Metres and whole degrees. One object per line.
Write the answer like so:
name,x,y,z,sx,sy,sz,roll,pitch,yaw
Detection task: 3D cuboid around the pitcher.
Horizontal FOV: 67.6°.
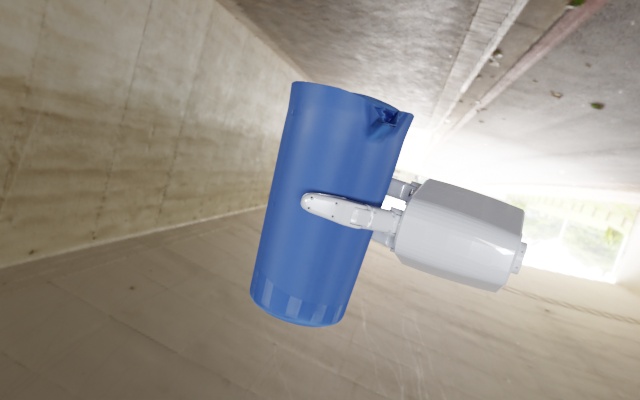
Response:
pitcher,0.000,0.002,0.524,0.145,0.243,0.149,18,6,17
